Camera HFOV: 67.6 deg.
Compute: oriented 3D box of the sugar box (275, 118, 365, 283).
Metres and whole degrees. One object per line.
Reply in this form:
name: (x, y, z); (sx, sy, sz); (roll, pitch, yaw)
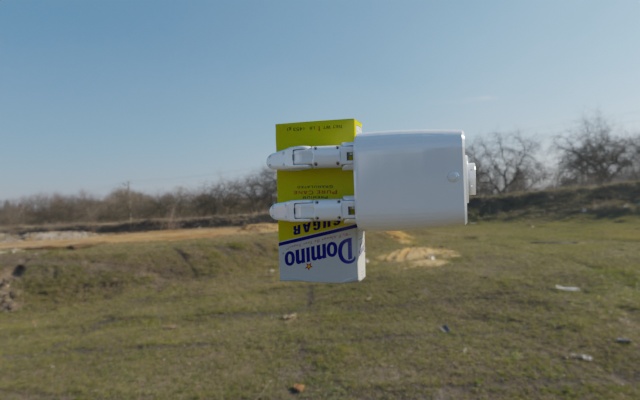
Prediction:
sugar box: (0.000, 0.002, 0.532); (0.093, 0.176, 0.048); (-2, -1, 17)
